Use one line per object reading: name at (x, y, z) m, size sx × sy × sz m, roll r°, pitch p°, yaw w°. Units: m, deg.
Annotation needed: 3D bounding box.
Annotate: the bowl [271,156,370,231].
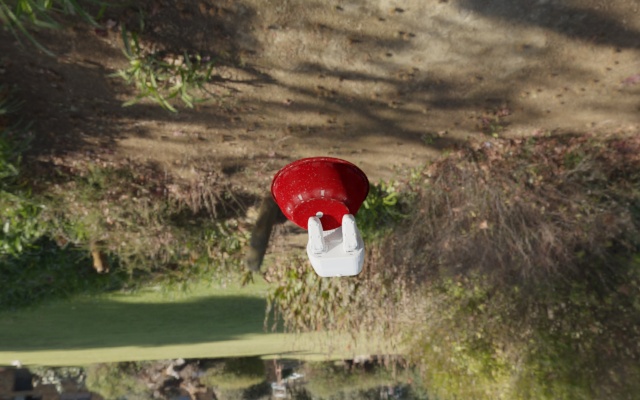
bowl at (0.000, 0.002, 0.763) m, size 0.162 × 0.055 × 0.162 m, roll -1°, pitch -37°, yaw -1°
